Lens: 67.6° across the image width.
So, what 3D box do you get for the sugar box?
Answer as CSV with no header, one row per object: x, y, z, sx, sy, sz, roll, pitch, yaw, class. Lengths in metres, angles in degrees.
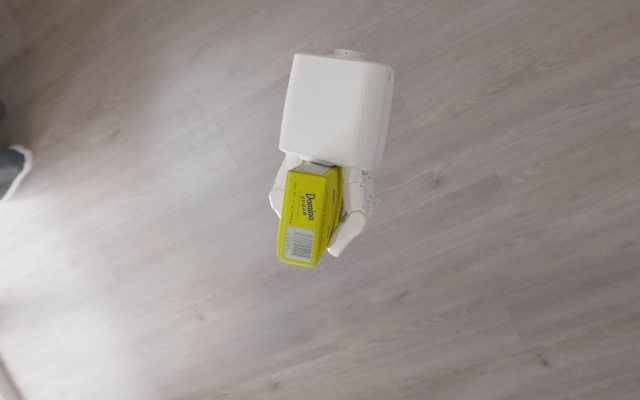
0.001,0.002,0.536,0.048,0.093,0.176,11,14,12,sugar box
